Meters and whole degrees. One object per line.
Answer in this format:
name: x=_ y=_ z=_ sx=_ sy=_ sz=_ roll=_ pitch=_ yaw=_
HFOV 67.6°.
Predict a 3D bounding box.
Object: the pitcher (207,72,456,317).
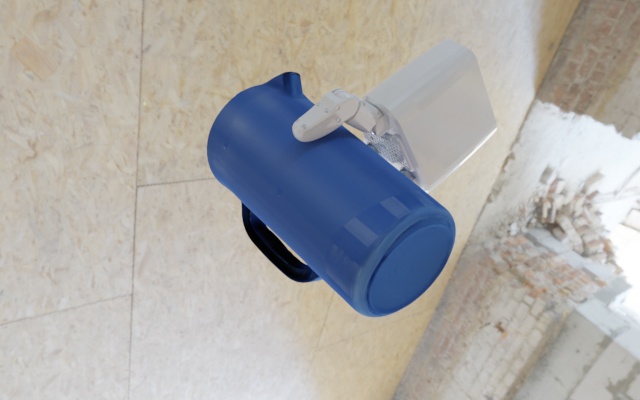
pitcher: x=0.000 y=0.001 z=0.453 sx=0.242 sy=0.145 sz=0.149 roll=42 pitch=-13 yaw=40
